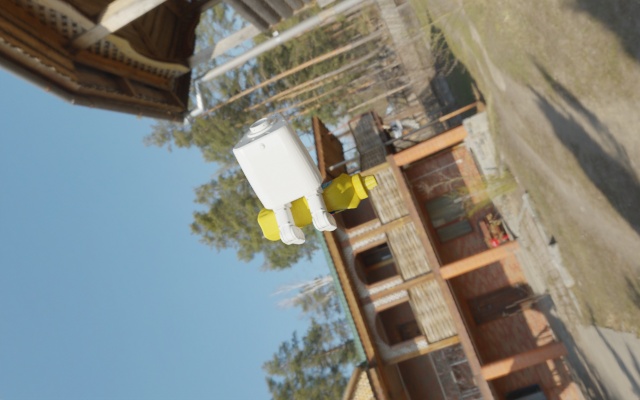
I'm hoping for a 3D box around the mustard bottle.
[{"bbox_3d":[0.000,0.003,0.765,0.191,0.058,0.096,-23,0,14],"label":"mustard bottle"}]
